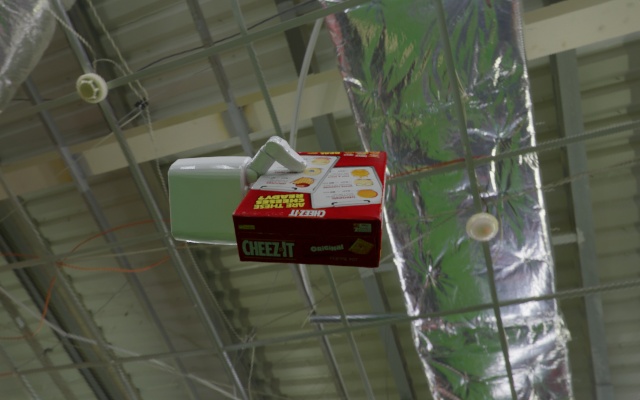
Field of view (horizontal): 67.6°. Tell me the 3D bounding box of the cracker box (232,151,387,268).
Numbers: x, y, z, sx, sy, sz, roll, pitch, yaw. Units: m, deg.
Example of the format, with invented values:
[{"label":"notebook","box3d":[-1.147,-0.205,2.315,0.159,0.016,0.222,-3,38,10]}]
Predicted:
[{"label":"cracker box","box3d":[0.000,0.002,0.615,0.164,0.072,0.213,1,26,9]}]
